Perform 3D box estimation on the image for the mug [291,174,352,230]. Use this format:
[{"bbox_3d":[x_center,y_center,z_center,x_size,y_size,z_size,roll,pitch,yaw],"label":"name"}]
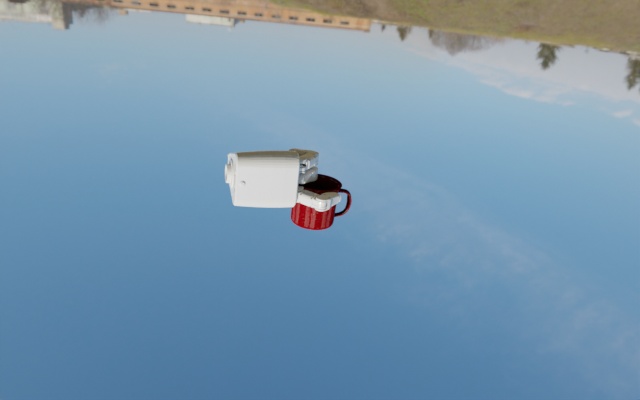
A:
[{"bbox_3d":[0.001,0.003,0.886,0.117,0.081,0.093,1,23,-16],"label":"mug"}]
